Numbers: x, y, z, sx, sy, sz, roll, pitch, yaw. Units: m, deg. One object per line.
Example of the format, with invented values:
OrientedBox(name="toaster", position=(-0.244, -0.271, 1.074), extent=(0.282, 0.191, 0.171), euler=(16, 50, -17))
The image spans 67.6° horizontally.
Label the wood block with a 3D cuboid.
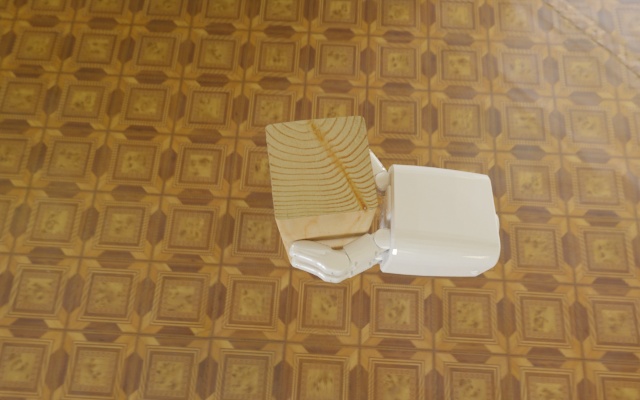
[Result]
OrientedBox(name="wood block", position=(0.000, 0.001, 0.507), extent=(0.090, 0.090, 0.206), euler=(-6, -18, -2))
